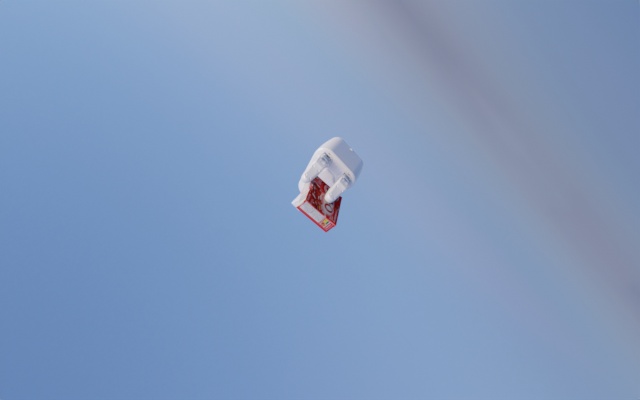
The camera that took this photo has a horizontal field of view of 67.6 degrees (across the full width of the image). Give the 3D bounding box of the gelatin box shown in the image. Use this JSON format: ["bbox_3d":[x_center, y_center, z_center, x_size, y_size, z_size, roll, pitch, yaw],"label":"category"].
[{"bbox_3d":[0.000,0.003,0.854,0.030,0.073,0.089,-38,20,31],"label":"gelatin box"}]
